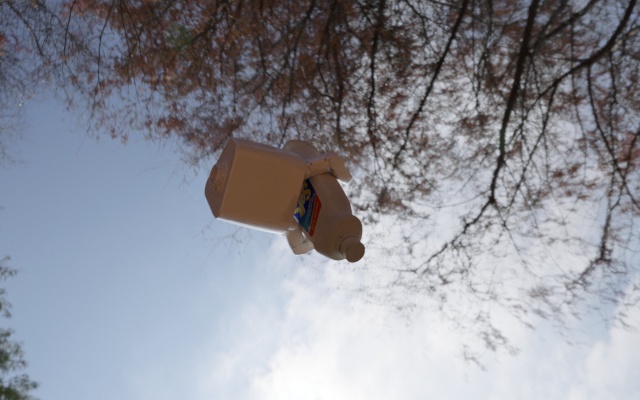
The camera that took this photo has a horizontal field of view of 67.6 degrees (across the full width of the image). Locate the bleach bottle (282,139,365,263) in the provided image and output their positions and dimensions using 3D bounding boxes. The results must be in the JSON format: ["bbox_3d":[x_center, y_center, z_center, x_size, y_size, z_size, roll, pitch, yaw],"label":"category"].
[{"bbox_3d":[0.000,0.002,0.706,0.068,0.102,0.250,14,21,-32],"label":"bleach bottle"}]
